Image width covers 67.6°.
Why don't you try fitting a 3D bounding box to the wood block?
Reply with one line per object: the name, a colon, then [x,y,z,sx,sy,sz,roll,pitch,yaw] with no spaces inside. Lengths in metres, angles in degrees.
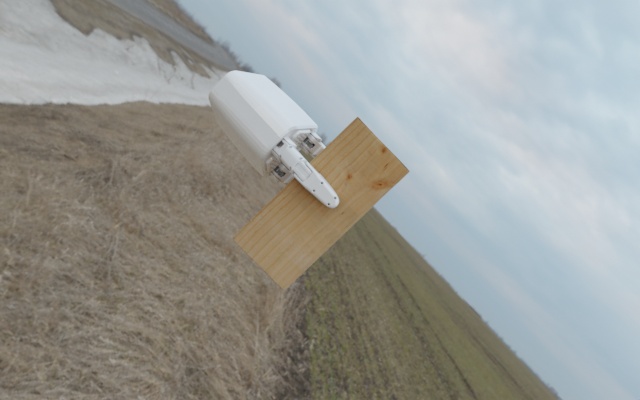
wood block: [0.000,0.002,0.600,0.206,0.090,0.091,-44,3,5]
